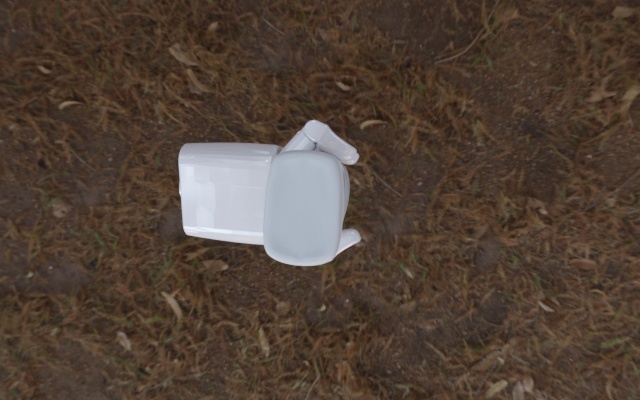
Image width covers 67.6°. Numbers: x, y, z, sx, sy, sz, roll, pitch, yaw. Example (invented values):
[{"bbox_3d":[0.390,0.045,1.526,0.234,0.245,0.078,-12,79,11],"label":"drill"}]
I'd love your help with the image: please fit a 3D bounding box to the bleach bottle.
[{"bbox_3d":[0.000,0.002,0.523,0.068,0.102,0.251,4,2,7],"label":"bleach bottle"}]
